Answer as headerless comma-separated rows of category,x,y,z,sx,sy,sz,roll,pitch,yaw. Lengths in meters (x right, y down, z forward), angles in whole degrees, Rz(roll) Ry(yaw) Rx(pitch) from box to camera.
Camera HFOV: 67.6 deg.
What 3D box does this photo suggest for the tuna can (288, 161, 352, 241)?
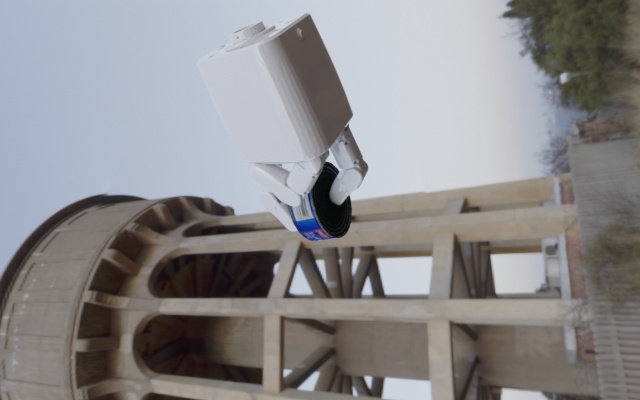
tuna can,0.000,0.002,0.531,0.034,0.086,0.086,-12,-6,30
